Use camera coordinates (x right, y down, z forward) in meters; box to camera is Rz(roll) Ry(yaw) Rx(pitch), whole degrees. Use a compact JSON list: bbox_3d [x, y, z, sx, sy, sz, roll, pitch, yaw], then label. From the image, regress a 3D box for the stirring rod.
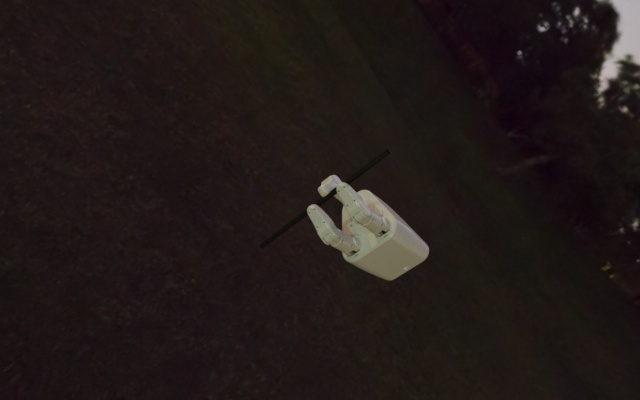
[{"bbox_3d":[0.000,0.002,0.673,0.239,0.011,0.011,-37,-16,22],"label":"stirring rod"}]
